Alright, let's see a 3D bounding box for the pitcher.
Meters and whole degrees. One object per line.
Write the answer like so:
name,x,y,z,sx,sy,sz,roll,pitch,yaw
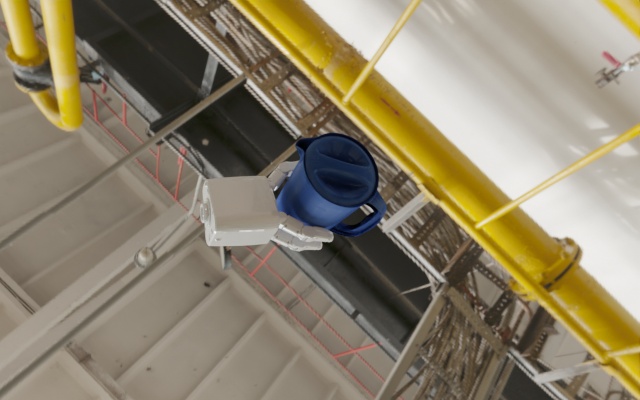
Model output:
pitcher,0.000,0.003,0.851,0.145,0.149,0.243,-4,-22,-25
